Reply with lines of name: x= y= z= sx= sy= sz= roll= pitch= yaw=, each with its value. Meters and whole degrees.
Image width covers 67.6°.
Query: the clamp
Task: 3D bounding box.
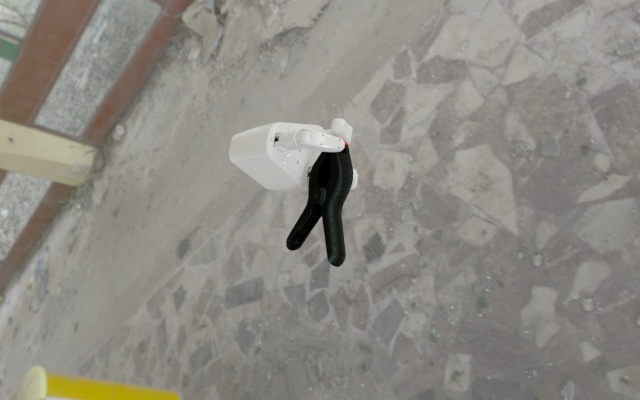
clamp: x=0.000 y=0.002 z=0.658 sx=0.039 sy=0.171 sz=0.120 roll=19 pitch=-13 yaw=-42
